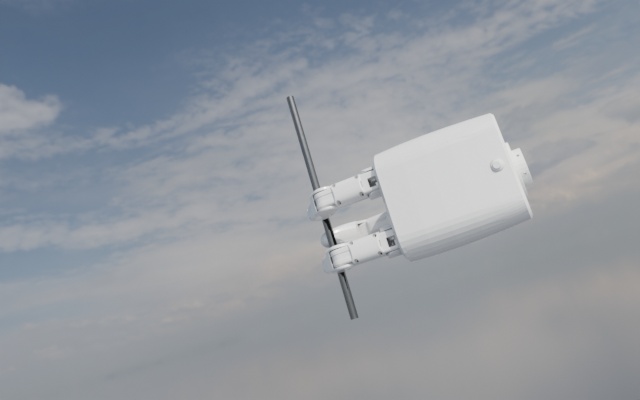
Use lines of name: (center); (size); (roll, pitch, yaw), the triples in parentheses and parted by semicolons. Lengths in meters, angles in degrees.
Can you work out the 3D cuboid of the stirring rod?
stirring rod: (0.000, 0.002, 0.487); (0.011, 0.239, 0.011); (-15, -13, -4)
